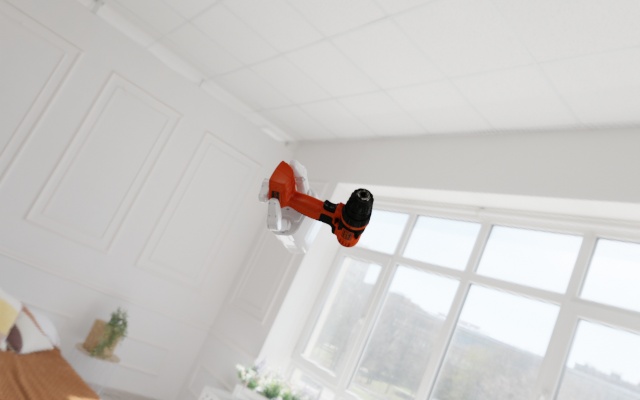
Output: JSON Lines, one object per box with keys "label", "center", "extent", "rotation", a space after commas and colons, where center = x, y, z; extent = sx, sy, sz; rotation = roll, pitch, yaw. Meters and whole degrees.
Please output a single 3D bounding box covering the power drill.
{"label": "power drill", "center": [0.000, 0.003, 0.845], "extent": [0.187, 0.057, 0.184], "rotation": [28, -28, 9]}
